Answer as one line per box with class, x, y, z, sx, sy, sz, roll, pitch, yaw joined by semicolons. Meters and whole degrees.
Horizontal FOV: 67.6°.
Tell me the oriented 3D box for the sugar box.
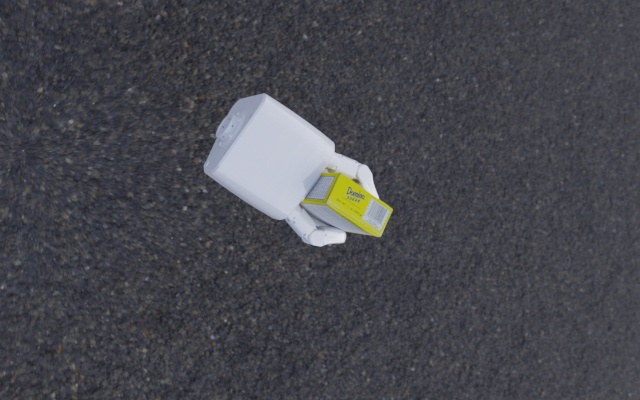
sugar box;0.000;0.001;0.620;0.093;0.048;0.176;34;-13;-30
